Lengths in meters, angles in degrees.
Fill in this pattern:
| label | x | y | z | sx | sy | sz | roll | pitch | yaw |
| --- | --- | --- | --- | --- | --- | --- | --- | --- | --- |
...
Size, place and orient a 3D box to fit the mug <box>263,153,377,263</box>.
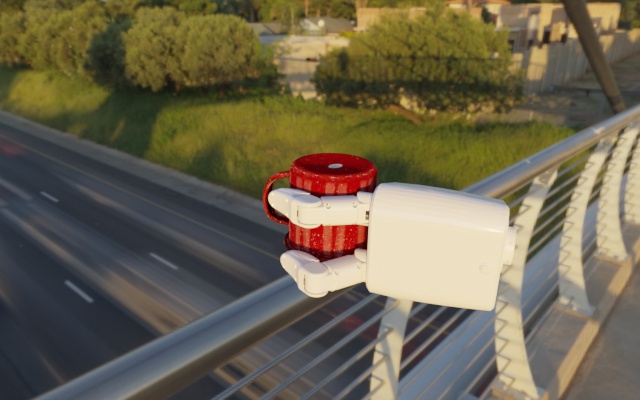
| label | x | y | z | sx | sy | sz | roll | pitch | yaw |
| --- | --- | --- | --- | --- | --- | --- | --- | --- | --- |
| mug | -0.001 | 0.001 | 0.460 | 0.117 | 0.081 | 0.093 | 9 | 23 | 18 |
